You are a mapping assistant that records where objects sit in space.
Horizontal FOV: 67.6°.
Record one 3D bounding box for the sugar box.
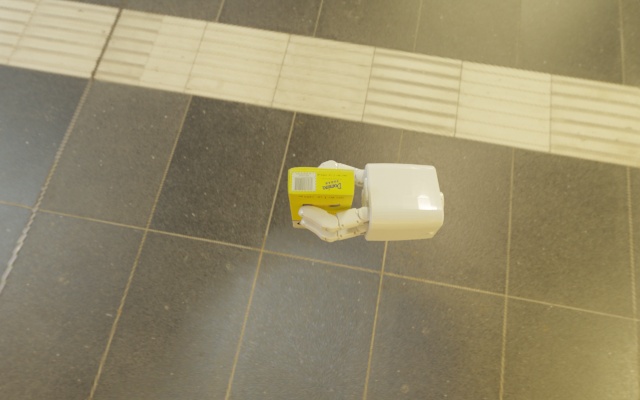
[{"bbox_3d":[0.000,0.003,0.739,0.093,0.048,0.176,2,-21,1],"label":"sugar box"}]
